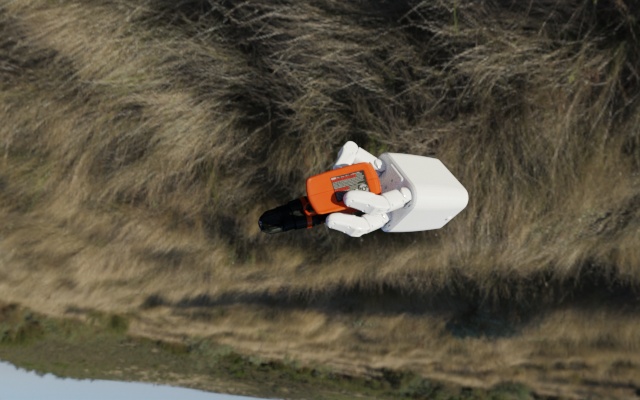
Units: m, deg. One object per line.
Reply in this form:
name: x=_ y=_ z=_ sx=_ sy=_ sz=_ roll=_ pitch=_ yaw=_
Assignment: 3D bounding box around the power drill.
power drill: x=0.000 y=0.002 z=0.723 sx=0.184 sy=0.057 sz=0.188 roll=-17 pitch=-6 yaw=-14
